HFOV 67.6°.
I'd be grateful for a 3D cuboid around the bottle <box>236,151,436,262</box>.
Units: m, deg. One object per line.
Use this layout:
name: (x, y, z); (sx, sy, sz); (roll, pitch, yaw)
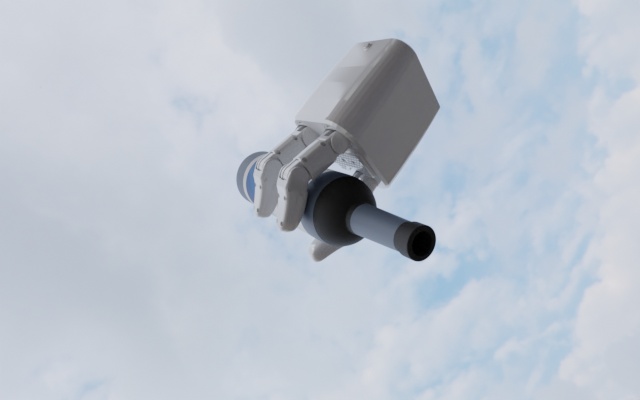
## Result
bottle: (0.000, 0.002, 0.465); (0.069, 0.069, 0.295); (0, 12, -30)
